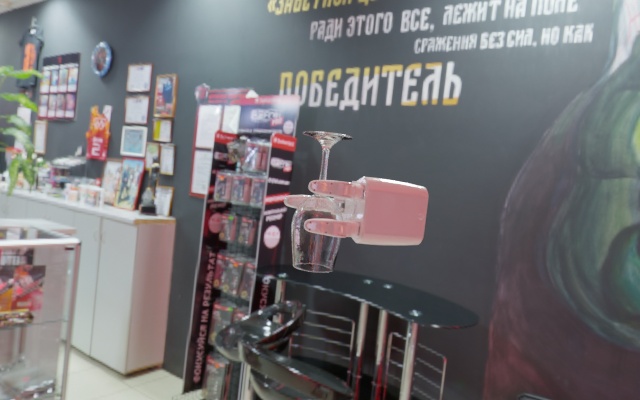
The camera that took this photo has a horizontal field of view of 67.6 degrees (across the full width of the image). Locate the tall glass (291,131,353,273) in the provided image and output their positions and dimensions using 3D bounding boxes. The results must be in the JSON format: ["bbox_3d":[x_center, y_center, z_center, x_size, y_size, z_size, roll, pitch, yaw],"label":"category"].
[{"bbox_3d":[0.000,0.002,0.710,0.079,0.201,0.079,7,2,0],"label":"tall glass"}]
